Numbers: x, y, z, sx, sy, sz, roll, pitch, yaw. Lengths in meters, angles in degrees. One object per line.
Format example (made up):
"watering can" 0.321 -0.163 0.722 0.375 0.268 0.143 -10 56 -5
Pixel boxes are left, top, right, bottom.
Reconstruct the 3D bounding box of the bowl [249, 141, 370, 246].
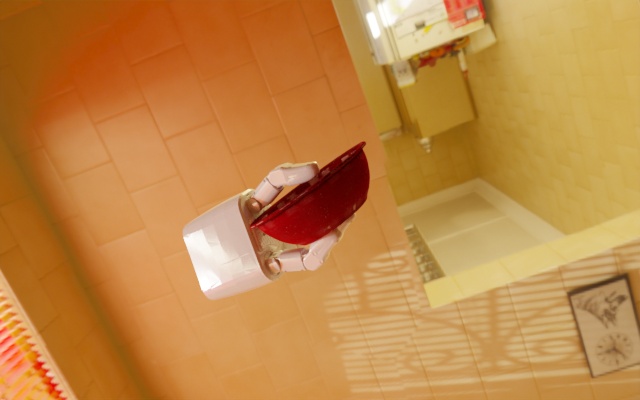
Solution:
"bowl" 0.001 0.002 0.539 0.162 0.055 0.162 -36 6 4
